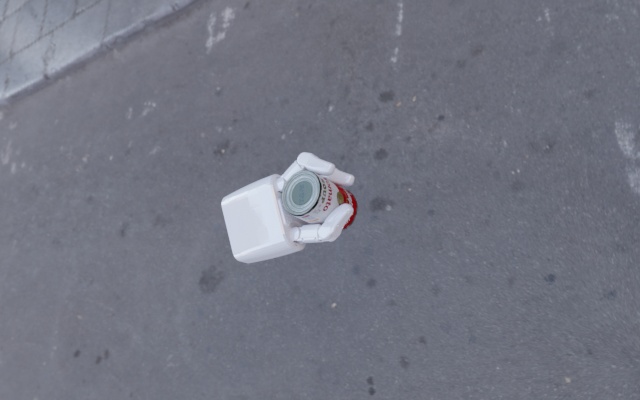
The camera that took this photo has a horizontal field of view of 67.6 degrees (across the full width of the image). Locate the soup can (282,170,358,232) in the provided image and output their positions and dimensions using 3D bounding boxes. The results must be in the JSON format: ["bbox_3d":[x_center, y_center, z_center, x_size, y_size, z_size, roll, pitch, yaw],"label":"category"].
[{"bbox_3d":[0.000,0.002,0.690,0.068,0.068,0.102,0,-16,35],"label":"soup can"}]
